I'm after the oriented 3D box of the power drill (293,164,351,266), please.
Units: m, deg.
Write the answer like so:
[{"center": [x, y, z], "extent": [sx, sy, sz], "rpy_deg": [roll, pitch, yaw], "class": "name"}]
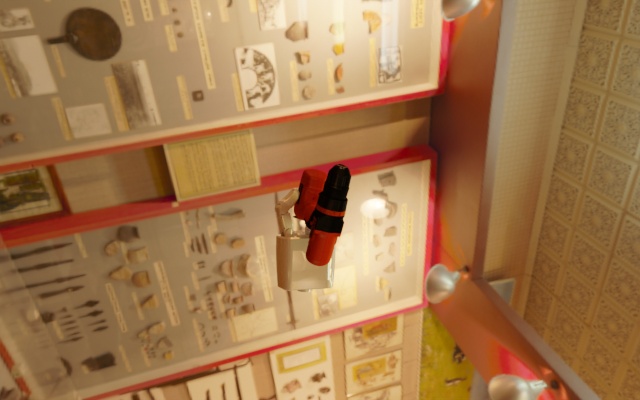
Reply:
[{"center": [0.000, 0.003, 0.879], "extent": [0.057, 0.184, 0.187], "rpy_deg": [12, 17, -14], "class": "power drill"}]
